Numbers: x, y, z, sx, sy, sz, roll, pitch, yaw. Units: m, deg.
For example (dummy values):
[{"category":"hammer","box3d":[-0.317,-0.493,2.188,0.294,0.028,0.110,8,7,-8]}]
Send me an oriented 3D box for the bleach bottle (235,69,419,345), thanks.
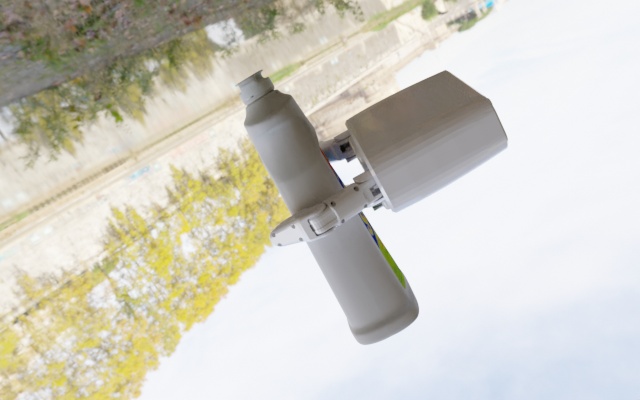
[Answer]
[{"category":"bleach bottle","box3d":[0.000,0.001,0.432,0.068,0.251,0.102,-29,14,6]}]
